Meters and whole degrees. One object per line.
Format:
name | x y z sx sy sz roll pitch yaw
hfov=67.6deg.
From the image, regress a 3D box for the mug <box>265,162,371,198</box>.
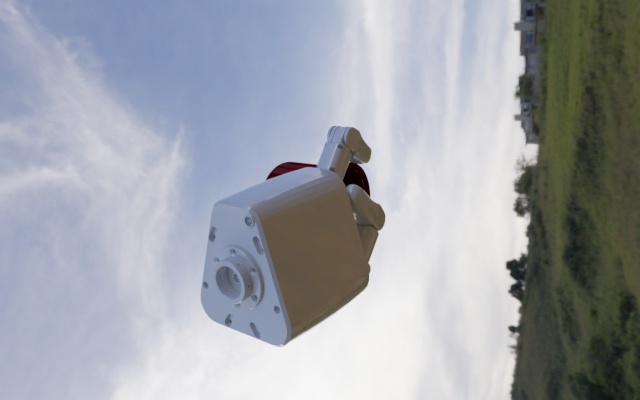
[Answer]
mug | 0.001 0.001 0.492 0.081 0.093 0.117 9 18 33
